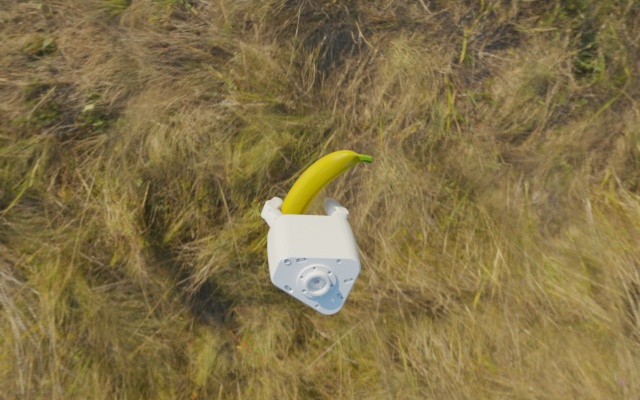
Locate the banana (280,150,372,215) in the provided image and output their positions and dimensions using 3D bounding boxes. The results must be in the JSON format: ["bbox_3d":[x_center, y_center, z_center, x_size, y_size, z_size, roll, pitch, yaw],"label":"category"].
[{"bbox_3d":[-0.010,-0.011,0.723,0.070,0.198,0.037,41,11,-25],"label":"banana"}]
